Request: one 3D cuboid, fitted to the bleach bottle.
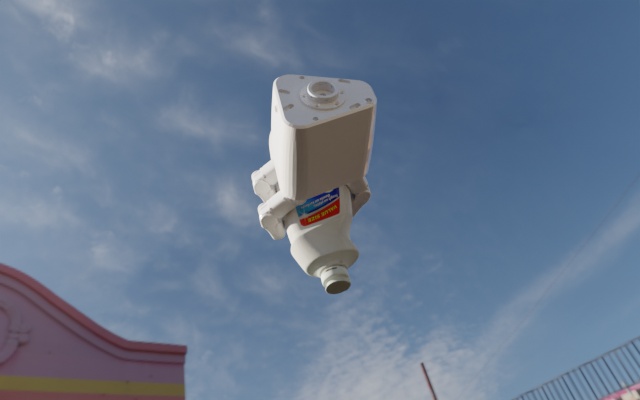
[{"bbox_3d":[0.000,0.002,0.605,0.102,0.250,0.068,-7,-40,-11],"label":"bleach bottle"}]
